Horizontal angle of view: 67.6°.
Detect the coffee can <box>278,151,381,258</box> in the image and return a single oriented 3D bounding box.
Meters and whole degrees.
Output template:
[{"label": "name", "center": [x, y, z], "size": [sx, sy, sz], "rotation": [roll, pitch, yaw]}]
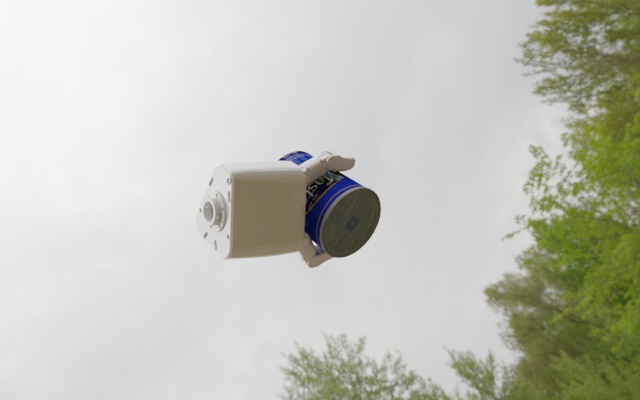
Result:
[{"label": "coffee can", "center": [0.000, 0.002, 0.671], "size": [0.103, 0.103, 0.140], "rotation": [0, 25, -42]}]
